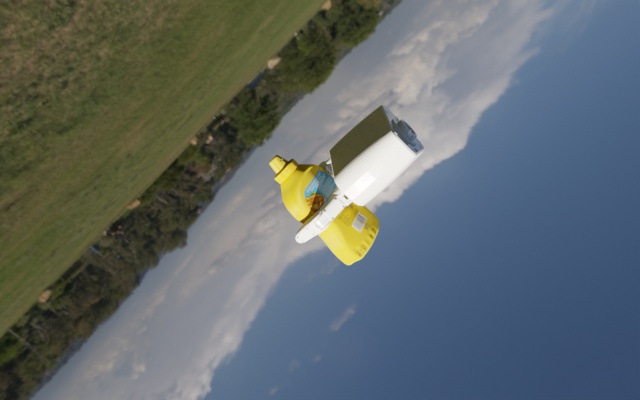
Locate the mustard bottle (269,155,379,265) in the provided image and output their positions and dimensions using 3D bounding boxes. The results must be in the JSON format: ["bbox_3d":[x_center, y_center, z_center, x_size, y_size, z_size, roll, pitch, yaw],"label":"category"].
[{"bbox_3d":[0.000,0.003,0.715,0.058,0.191,0.096,-36,16,46],"label":"mustard bottle"}]
